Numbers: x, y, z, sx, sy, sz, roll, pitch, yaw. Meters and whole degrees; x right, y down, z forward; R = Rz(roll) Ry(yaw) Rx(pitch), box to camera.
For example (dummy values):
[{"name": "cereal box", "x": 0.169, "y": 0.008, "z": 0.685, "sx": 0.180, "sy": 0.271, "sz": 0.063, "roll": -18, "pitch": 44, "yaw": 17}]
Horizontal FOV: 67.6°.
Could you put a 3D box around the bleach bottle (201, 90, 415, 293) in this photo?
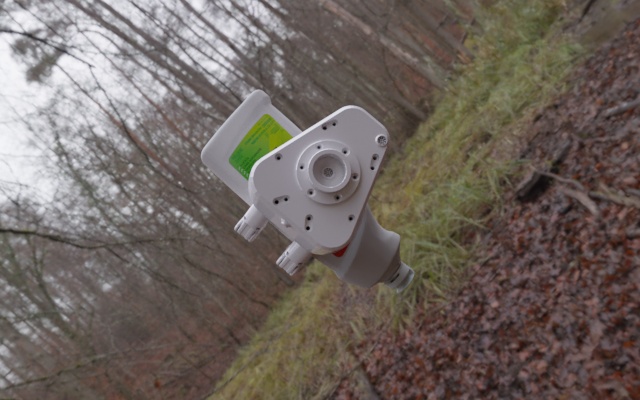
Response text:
[{"name": "bleach bottle", "x": 0.000, "y": 0.002, "z": 0.509, "sx": 0.251, "sy": 0.102, "sz": 0.068, "roll": 39, "pitch": -8, "yaw": -1}]
